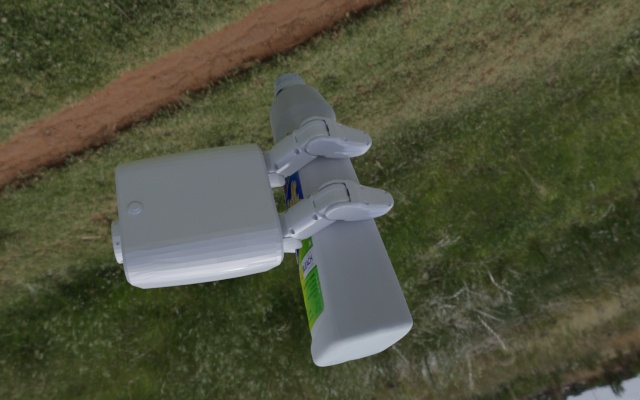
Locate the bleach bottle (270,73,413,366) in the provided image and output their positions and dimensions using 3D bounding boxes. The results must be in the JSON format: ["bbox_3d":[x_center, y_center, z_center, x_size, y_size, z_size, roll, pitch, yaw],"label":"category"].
[{"bbox_3d":[0.000,0.001,0.407,0.068,0.250,0.103,-9,-27,-16],"label":"bleach bottle"}]
